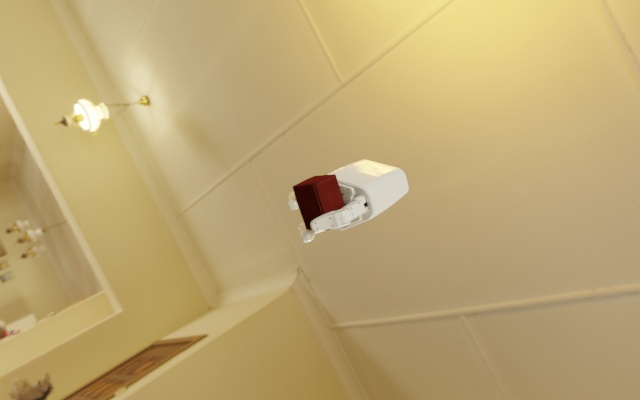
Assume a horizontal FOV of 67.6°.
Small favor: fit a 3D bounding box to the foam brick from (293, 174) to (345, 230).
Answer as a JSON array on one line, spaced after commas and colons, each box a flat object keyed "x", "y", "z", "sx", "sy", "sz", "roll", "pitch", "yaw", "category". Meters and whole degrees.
[{"x": 0.000, "y": 0.002, "z": 0.757, "sx": 0.053, "sy": 0.078, "sz": 0.051, "roll": -2, "pitch": 21, "yaw": 47, "category": "foam brick"}]
